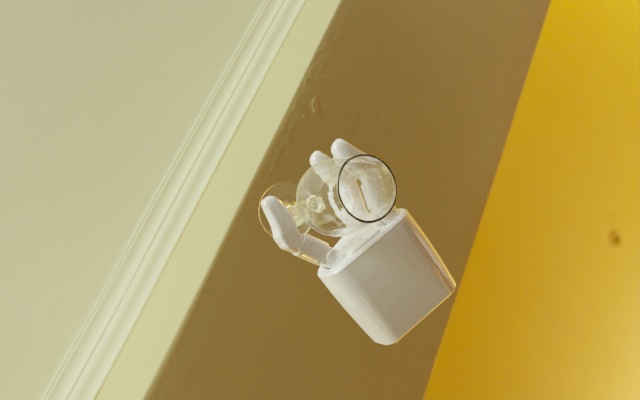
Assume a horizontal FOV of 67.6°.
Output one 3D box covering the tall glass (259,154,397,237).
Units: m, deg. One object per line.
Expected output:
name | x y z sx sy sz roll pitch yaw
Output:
tall glass | 0.000 0.002 0.508 0.079 0.079 0.201 0 -8 -25
